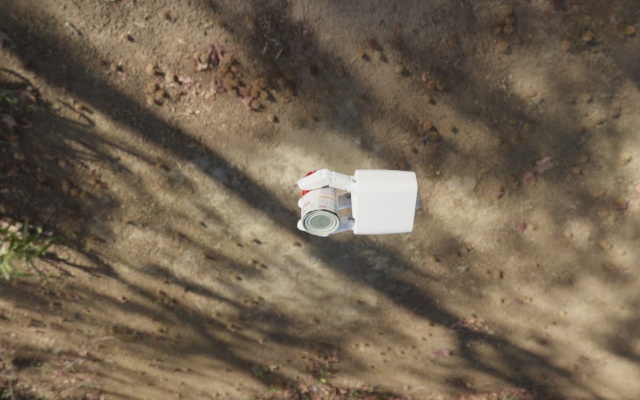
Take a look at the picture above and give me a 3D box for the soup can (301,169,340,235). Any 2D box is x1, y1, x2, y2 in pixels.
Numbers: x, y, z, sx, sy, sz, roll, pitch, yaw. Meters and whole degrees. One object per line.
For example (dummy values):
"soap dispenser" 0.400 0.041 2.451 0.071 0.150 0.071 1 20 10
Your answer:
"soup can" 0.000 0.003 0.848 0.068 0.102 0.069 -1 -43 0
